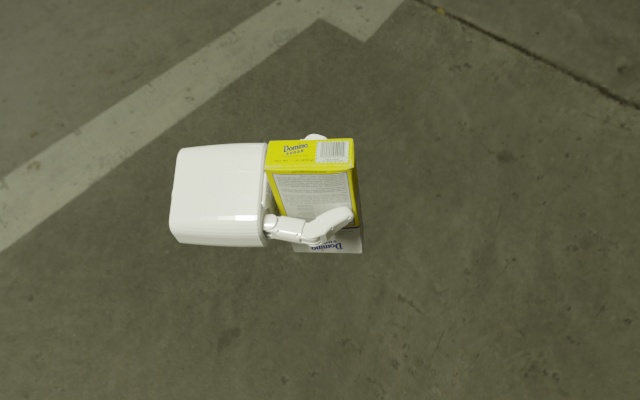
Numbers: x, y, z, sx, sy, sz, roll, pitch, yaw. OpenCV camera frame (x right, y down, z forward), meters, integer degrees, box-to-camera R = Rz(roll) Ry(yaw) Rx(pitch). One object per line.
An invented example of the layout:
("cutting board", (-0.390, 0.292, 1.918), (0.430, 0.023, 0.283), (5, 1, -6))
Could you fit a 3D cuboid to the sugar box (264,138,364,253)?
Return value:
("sugar box", (0.000, 0.001, 0.560), (0.093, 0.048, 0.176), (0, -33, 9))
